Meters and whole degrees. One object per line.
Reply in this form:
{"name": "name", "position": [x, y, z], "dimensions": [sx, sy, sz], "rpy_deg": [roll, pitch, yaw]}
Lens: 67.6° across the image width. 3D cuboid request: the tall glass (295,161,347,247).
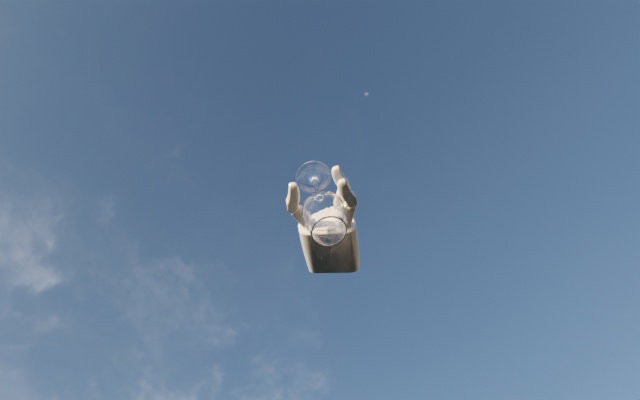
{"name": "tall glass", "position": [0.000, 0.002, 0.889], "dimensions": [0.079, 0.079, 0.201], "rpy_deg": [0, 30, -10]}
